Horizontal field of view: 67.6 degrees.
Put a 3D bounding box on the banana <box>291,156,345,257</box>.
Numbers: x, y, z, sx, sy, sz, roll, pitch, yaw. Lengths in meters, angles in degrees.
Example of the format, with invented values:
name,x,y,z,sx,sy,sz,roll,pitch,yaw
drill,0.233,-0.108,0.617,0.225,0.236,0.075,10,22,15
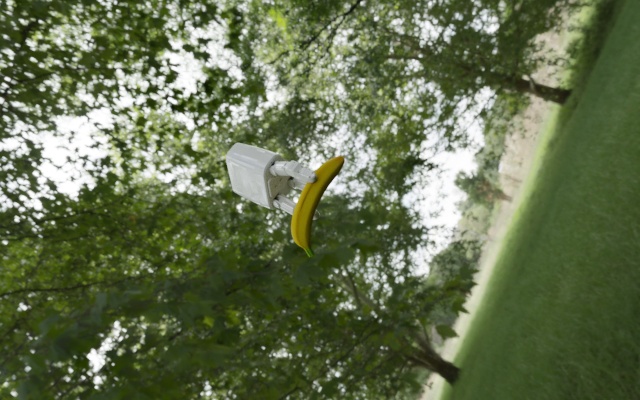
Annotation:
name,x,y,z,sx,sy,sz,roll,pitch,yaw
banana,-0.011,0.001,0.875,0.037,0.198,0.070,17,-5,37
